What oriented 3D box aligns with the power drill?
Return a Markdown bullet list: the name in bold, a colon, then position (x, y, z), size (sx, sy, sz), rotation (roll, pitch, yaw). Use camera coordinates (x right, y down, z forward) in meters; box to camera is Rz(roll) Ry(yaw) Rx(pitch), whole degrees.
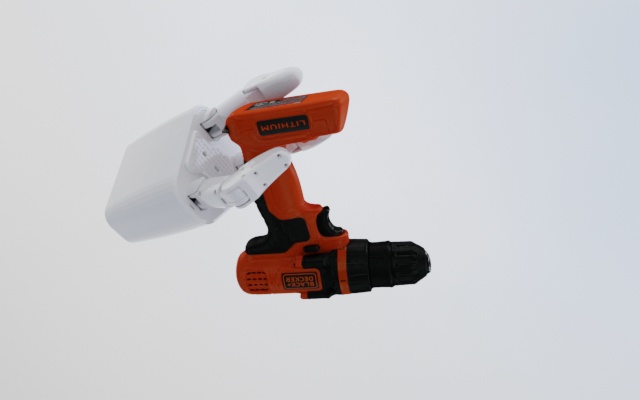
- **power drill**: position (0.000, 0.001, 0.427), size (0.184, 0.188, 0.057), rotation (-6, 20, 9)
